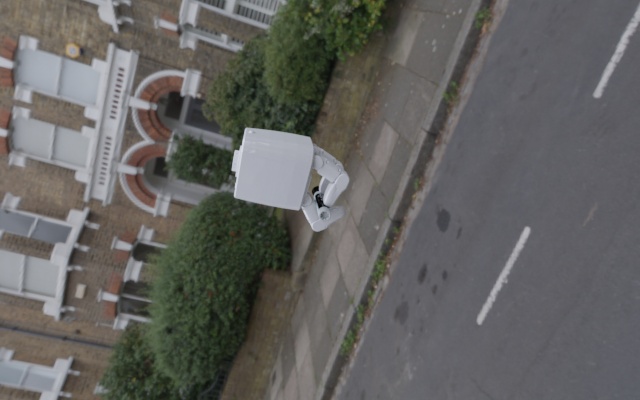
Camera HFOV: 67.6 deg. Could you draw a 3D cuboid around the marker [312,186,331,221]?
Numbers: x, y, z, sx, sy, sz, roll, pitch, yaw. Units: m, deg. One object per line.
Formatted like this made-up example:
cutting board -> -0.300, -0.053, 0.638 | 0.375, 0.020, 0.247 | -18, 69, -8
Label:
marker -> 0.000, 0.003, 0.771 | 0.020, 0.020, 0.121 | 0, 20, -7
